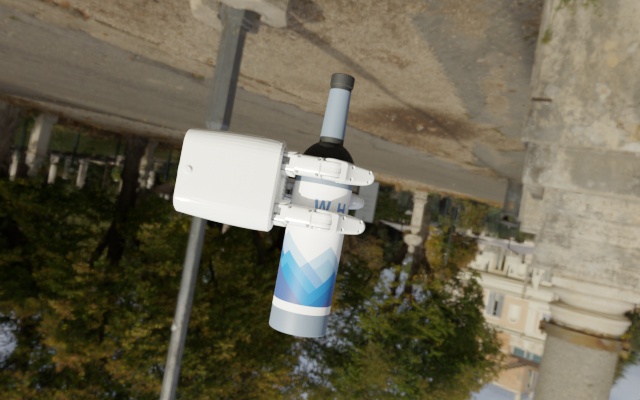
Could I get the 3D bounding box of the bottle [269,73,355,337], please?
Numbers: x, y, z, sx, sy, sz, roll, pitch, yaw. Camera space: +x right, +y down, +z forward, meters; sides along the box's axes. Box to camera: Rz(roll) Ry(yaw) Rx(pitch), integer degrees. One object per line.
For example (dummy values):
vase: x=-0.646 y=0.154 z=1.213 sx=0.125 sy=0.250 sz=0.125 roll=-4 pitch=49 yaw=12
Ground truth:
bottle: x=0.000 y=0.002 z=0.549 sx=0.069 sy=0.295 sz=0.069 roll=10 pitch=-1 yaw=0
